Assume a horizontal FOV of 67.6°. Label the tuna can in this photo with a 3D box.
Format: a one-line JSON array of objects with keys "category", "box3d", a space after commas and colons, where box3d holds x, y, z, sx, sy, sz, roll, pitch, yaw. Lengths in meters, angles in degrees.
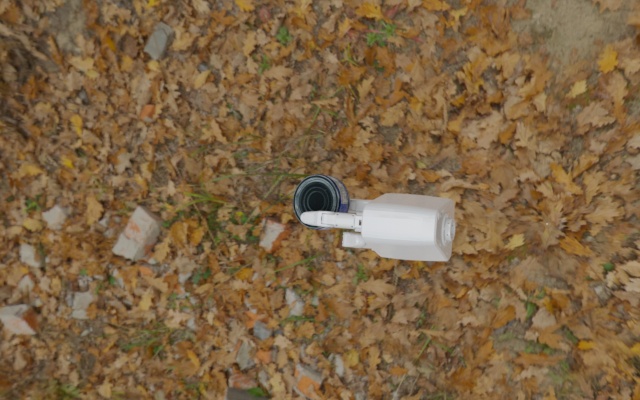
[{"category": "tuna can", "box3d": [0.000, 0.002, 0.738, 0.086, 0.086, 0.034, 0, -3, 31]}]
